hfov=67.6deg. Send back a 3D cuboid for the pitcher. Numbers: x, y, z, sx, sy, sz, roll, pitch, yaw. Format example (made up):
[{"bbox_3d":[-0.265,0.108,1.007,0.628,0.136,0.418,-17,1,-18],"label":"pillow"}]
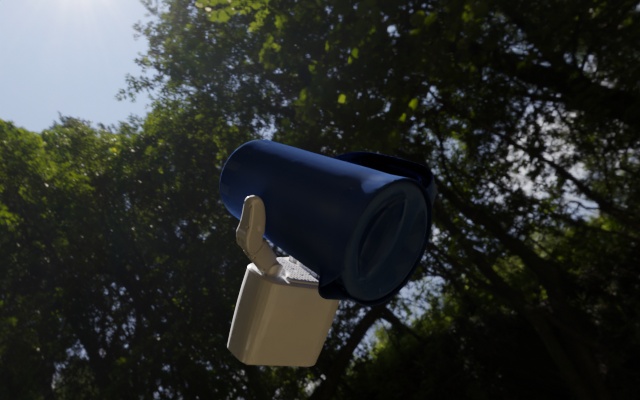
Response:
[{"bbox_3d":[0.000,0.002,0.545,0.149,0.145,0.242,6,14,-46],"label":"pitcher"}]
